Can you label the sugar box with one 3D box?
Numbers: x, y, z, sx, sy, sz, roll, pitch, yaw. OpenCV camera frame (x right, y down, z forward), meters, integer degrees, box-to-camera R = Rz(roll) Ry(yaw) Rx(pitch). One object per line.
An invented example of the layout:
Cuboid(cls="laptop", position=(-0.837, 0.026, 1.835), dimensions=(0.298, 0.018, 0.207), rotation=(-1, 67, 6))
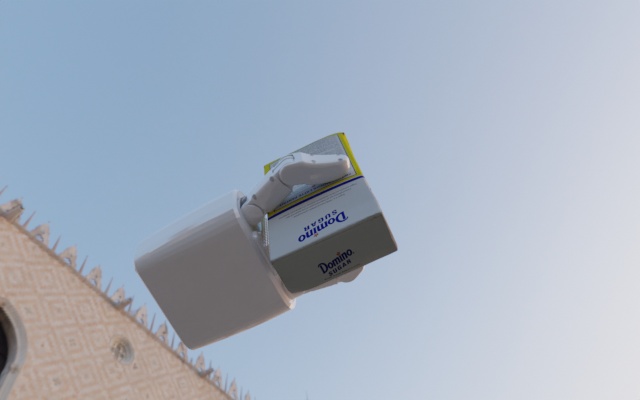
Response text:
Cuboid(cls="sugar box", position=(0.000, 0.002, 0.431), dimensions=(0.093, 0.048, 0.176), rotation=(-24, 31, 6))
